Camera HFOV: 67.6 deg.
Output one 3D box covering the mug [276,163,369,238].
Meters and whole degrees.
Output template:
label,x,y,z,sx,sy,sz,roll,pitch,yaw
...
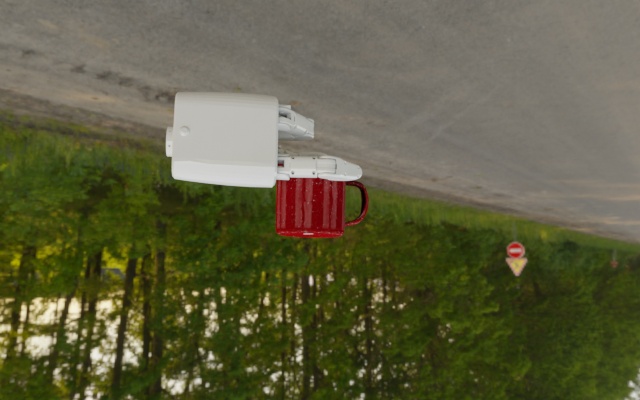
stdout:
label,x,y,z,sx,sy,sz,roll,pitch,yaw
mug,0.001,0.002,0.571,0.117,0.081,0.093,3,-8,-11
